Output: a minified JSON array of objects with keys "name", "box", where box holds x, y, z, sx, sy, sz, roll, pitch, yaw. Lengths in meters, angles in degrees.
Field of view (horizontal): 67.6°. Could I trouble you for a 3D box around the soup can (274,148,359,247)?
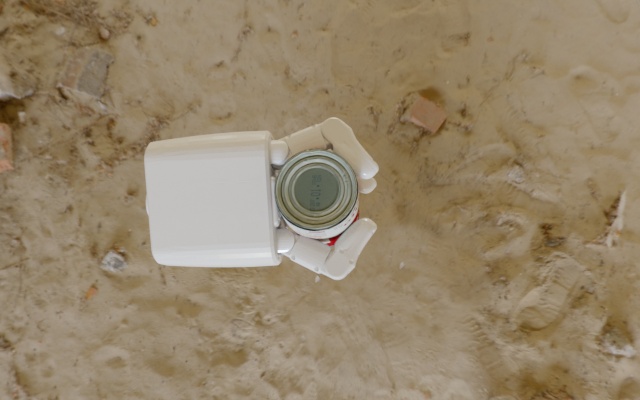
[{"name":"soup can","box":[0.001,0.001,0.417,0.068,0.068,0.102,0,-13,5]}]
